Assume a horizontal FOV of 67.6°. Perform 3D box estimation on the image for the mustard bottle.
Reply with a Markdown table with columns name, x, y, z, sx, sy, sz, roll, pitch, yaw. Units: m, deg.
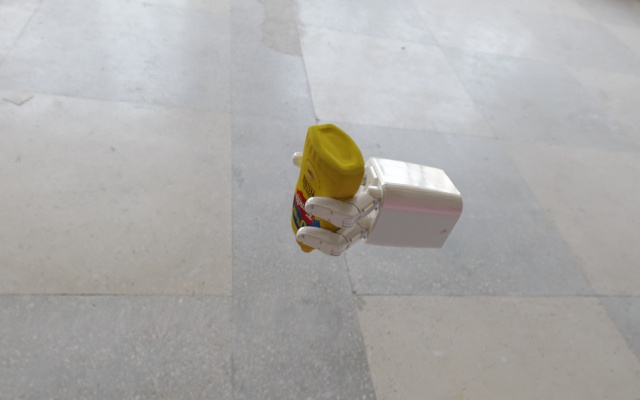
| name | x | y | z | sx | sy | sz | roll | pitch | yaw |
| --- | --- | --- | --- | --- | --- | --- | --- | --- | --- |
| mustard bottle | 0.000 | 0.002 | 0.621 | 0.058 | 0.192 | 0.096 | -13 | 51 | -27 |
